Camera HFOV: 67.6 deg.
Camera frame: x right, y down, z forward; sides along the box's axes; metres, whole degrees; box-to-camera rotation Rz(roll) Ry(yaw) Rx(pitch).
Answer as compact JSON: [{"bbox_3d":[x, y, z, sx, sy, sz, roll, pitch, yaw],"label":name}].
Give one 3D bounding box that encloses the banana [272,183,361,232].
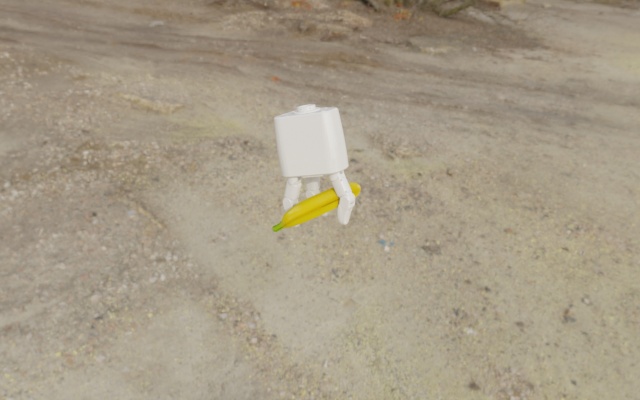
[{"bbox_3d":[0.006,0.002,0.857,0.198,0.037,0.069,-24,5,-27],"label":"banana"}]
